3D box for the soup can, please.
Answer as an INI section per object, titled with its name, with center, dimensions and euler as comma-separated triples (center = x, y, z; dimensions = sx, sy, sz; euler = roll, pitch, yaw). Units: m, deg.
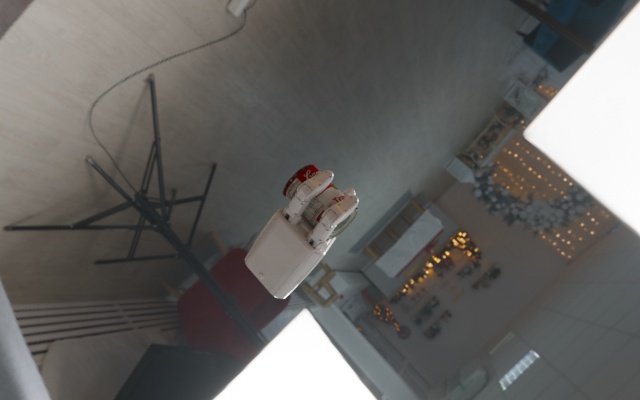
[soup can]
center = 0.001, 0.002, 0.736
dimensions = 0.102, 0.068, 0.068
euler = 45, 17, 18
